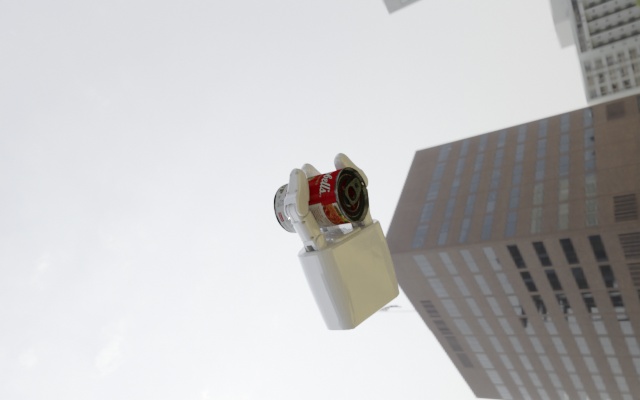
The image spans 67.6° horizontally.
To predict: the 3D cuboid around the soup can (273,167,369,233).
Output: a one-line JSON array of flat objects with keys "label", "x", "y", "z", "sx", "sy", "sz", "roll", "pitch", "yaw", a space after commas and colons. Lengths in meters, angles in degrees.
[{"label": "soup can", "x": 0.000, "y": 0.002, "z": 0.597, "sx": 0.102, "sy": 0.068, "sz": 0.068, "roll": -12, "pitch": -8, "yaw": 37}]
